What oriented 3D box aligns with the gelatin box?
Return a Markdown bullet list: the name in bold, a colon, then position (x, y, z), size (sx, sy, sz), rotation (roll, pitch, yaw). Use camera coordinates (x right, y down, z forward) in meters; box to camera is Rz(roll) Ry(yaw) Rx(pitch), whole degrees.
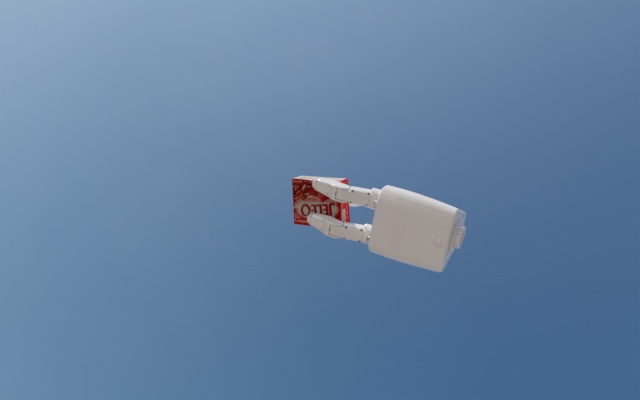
- **gelatin box**: position (0.000, 0.002, 0.724), size (0.089, 0.073, 0.030), rotation (5, 14, 33)
